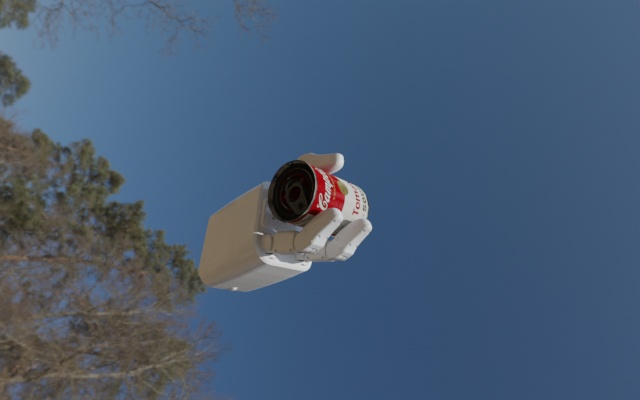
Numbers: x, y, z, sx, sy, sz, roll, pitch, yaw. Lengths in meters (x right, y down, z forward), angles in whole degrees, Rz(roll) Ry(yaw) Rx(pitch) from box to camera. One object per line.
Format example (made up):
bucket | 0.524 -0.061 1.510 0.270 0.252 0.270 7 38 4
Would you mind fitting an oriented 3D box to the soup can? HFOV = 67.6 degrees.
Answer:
soup can | 0.001 0.002 0.539 0.068 0.068 0.102 0 -14 40
